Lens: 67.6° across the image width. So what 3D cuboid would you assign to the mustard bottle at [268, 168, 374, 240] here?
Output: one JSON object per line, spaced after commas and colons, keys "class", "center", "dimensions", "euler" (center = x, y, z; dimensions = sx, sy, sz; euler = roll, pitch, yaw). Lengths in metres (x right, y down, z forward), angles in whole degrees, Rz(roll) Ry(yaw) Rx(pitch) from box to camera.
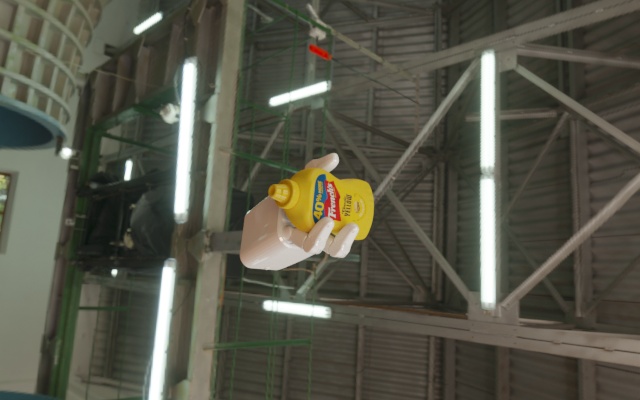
{"class": "mustard bottle", "center": [0.001, 0.002, 0.714], "dimensions": [0.058, 0.096, 0.192], "euler": [-1, -10, 45]}
